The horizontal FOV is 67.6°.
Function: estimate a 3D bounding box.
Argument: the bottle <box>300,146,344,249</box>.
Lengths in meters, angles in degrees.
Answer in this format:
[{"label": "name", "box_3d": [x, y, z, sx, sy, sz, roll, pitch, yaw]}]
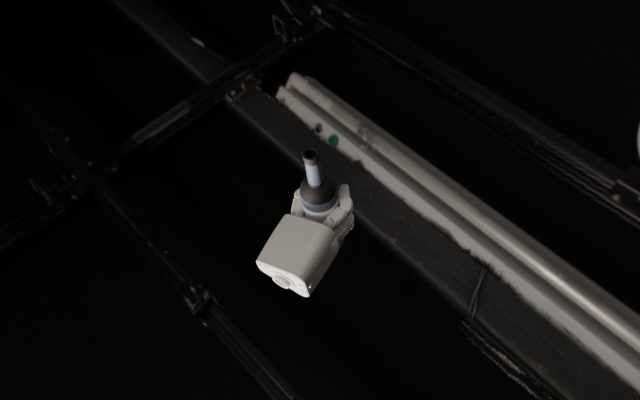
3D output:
[{"label": "bottle", "box_3d": [0.000, 0.003, 0.869, 0.069, 0.069, 0.296, 0, -31, 7]}]
